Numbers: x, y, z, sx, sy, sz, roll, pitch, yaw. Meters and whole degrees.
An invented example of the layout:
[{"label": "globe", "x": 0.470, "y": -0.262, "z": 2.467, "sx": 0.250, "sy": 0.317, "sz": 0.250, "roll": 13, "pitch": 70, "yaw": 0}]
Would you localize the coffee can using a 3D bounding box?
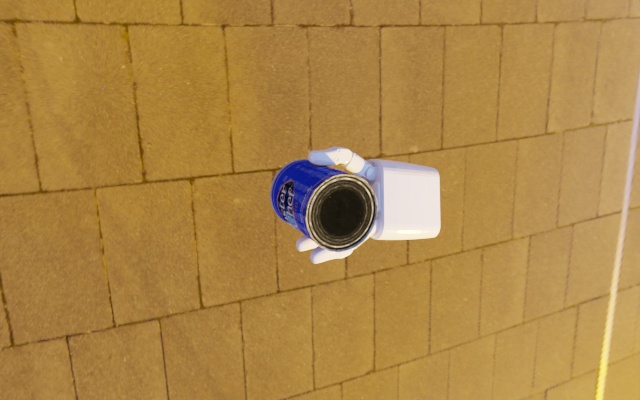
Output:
[{"label": "coffee can", "x": 0.000, "y": 0.002, "z": 0.663, "sx": 0.103, "sy": 0.103, "sz": 0.140, "roll": 0, "pitch": 12, "yaw": -25}]
